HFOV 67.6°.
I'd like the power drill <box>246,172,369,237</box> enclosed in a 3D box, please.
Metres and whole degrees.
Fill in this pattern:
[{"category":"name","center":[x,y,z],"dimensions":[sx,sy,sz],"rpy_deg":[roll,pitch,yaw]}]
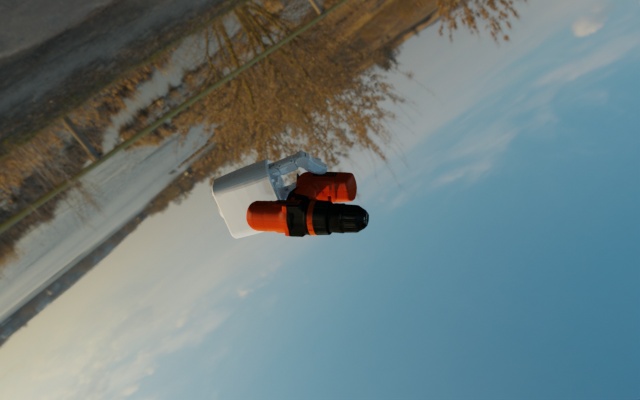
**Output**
[{"category":"power drill","center":[0.000,0.002,0.753],"dimensions":[0.184,0.057,0.187],"rpy_deg":[3,17,18]}]
